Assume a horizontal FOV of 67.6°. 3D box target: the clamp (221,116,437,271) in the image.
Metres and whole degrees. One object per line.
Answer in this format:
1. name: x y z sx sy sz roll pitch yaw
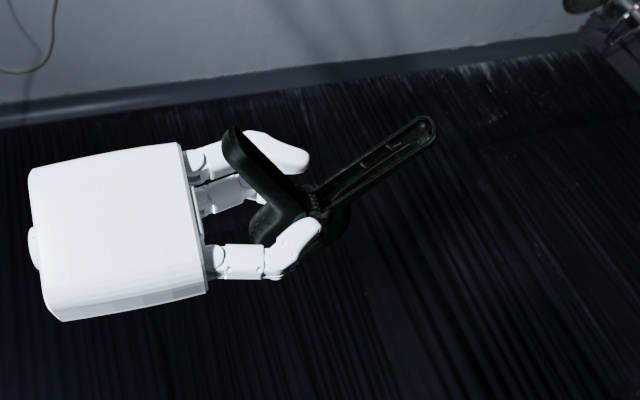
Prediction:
1. clamp: 0.000 0.002 0.411 0.164 0.036 0.210 -10 -30 -15
